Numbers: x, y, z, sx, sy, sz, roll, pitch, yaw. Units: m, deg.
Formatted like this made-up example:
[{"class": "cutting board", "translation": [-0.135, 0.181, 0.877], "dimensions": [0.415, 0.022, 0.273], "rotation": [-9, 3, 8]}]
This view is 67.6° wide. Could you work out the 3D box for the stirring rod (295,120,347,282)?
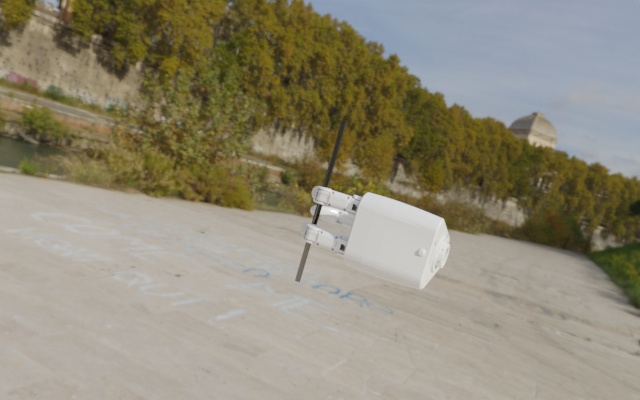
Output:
[{"class": "stirring rod", "translation": [0.000, 0.002, 0.687], "dimensions": [0.011, 0.239, 0.011], "rotation": [16, 4, -1]}]
